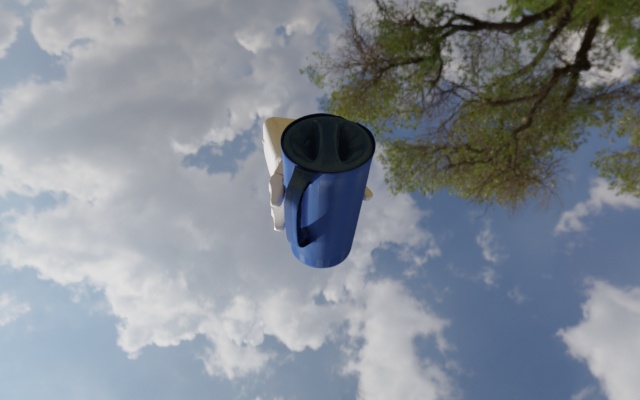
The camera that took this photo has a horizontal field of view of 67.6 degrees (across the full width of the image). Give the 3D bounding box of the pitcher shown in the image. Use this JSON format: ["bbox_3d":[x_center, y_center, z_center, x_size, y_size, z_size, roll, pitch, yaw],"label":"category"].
[{"bbox_3d":[0.000,0.002,0.741,0.149,0.243,0.145,-12,48,-15],"label":"pitcher"}]
